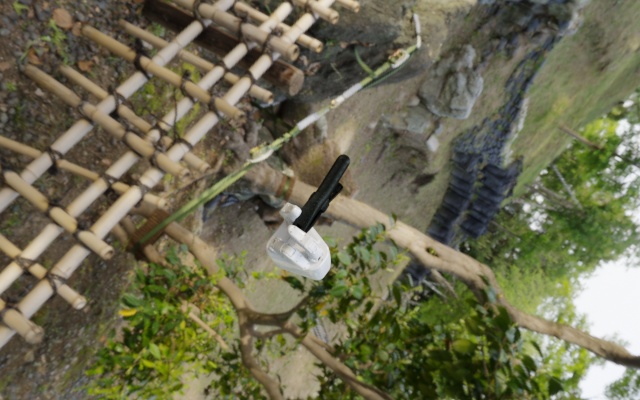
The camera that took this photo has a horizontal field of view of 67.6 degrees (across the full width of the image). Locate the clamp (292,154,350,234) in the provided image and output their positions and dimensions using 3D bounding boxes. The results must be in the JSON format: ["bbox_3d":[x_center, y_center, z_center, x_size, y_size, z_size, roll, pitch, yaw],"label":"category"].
[{"bbox_3d":[0.001,0.003,0.882,0.039,0.171,0.120,33,-15,17],"label":"clamp"}]
